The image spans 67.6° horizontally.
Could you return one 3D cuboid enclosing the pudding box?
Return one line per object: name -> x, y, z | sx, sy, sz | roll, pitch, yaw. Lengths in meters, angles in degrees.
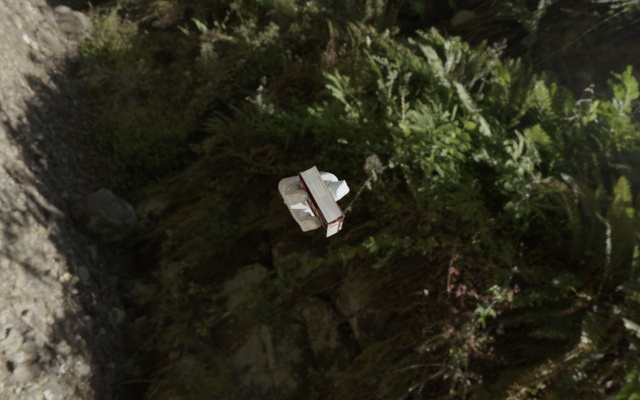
pudding box -> 0.000, 0.003, 0.881 | 0.039, 0.113, 0.090 | -29, -16, -9
